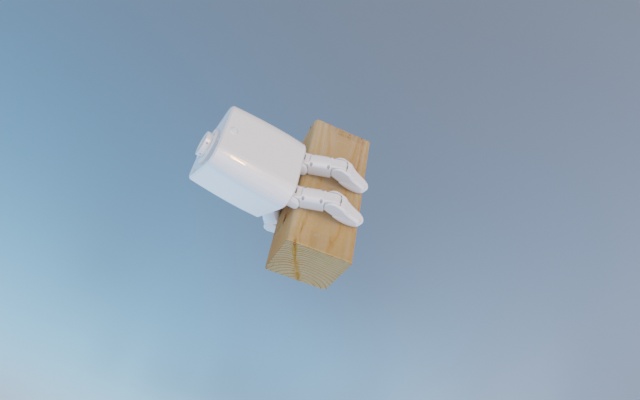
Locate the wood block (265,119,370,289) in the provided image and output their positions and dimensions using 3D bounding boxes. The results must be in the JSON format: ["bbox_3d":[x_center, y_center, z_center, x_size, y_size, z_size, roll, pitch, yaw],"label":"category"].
[{"bbox_3d":[0.000,0.002,0.660,0.090,0.206,0.091,22,-37,-13],"label":"wood block"}]
